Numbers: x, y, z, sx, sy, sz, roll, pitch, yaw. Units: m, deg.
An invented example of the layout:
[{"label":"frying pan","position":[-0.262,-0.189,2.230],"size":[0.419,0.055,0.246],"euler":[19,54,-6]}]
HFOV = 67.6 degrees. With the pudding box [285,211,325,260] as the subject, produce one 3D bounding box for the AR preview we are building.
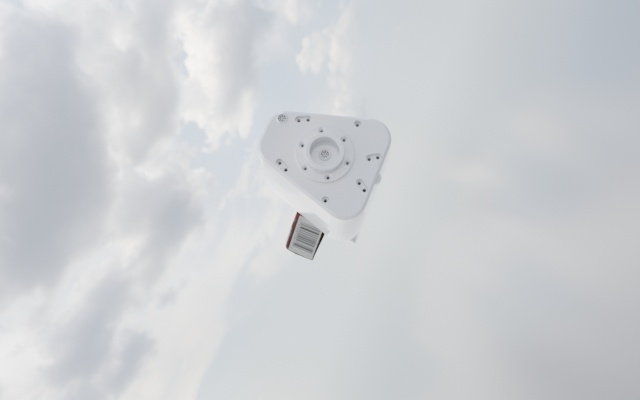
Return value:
[{"label":"pudding box","position":[0.000,0.002,0.569],"size":[0.039,0.113,0.090],"euler":[23,18,4]}]
